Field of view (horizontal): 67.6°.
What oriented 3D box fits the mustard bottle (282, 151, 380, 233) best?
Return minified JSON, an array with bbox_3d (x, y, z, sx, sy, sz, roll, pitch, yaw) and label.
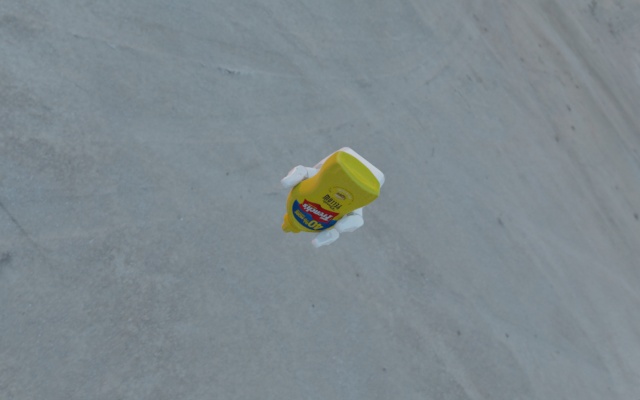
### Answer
[{"bbox_3d":[0.000,0.003,0.790,0.096,0.058,0.192,37,-51,-22],"label":"mustard bottle"}]
